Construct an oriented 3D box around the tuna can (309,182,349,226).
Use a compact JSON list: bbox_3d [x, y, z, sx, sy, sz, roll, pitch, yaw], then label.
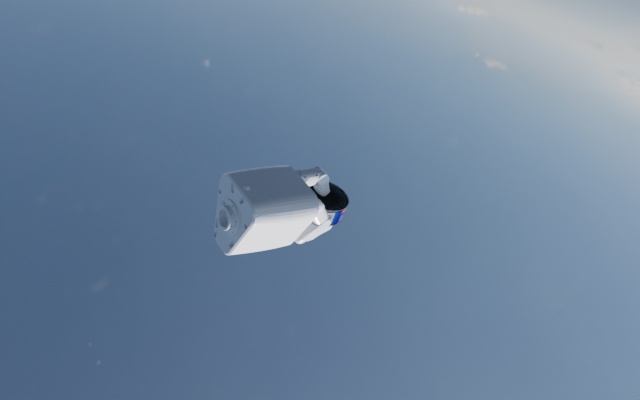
[{"bbox_3d":[0.000,0.003,0.769,0.086,0.034,0.086,14,33,-9],"label":"tuna can"}]
